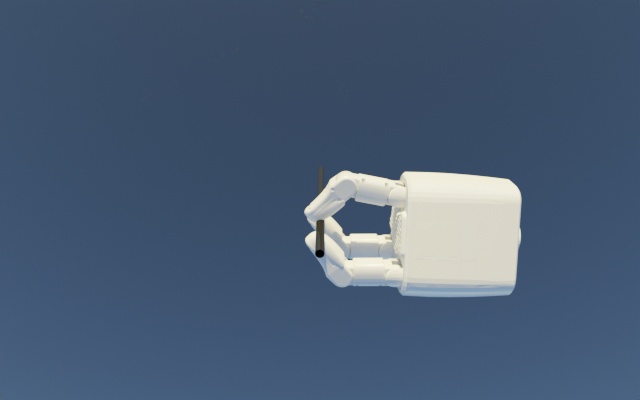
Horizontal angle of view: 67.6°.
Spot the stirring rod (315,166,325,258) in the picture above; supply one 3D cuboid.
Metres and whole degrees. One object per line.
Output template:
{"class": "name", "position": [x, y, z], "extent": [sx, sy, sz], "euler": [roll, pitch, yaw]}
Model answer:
{"class": "stirring rod", "position": [0.000, 0.002, 0.512], "extent": [0.011, 0.011, 0.239], "euler": [0, 21, 0]}
